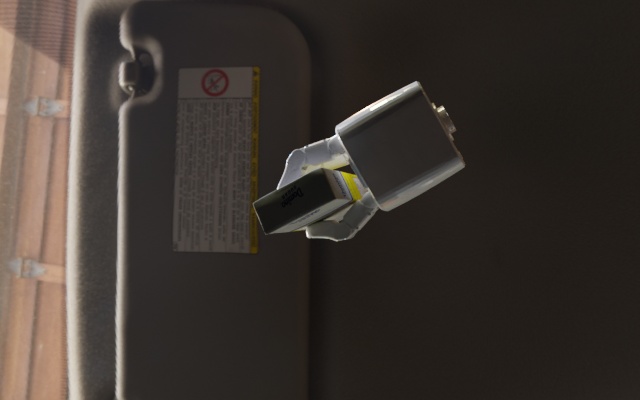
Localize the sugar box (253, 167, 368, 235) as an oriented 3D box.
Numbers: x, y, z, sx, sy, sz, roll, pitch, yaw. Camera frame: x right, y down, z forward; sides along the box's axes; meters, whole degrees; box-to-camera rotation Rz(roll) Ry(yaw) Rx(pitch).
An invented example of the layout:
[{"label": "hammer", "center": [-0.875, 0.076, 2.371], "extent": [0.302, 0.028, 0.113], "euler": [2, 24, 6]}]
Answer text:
[{"label": "sugar box", "center": [0.000, 0.001, 0.589], "extent": [0.093, 0.048, 0.176], "euler": [-27, -12, 17]}]
